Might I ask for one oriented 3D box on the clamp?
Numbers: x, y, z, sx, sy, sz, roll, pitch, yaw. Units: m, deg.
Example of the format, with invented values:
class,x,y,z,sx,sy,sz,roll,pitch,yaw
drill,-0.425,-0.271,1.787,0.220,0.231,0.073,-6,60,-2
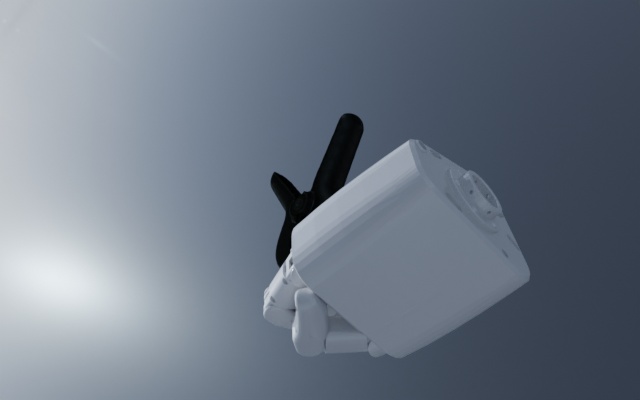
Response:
class,x,y,z,sx,sy,sz,roll,pitch,yaw
clamp,0.000,0.001,0.413,0.039,0.171,0.120,24,-54,-29
